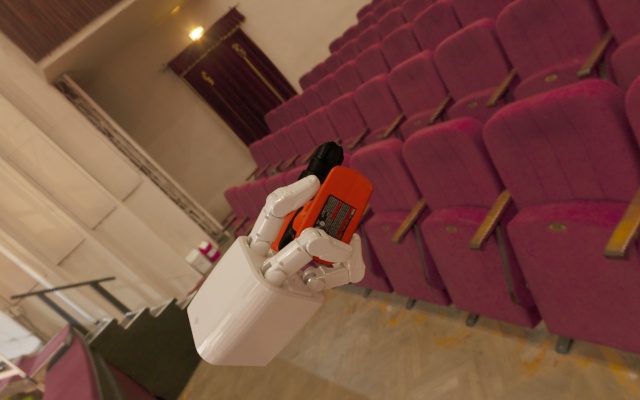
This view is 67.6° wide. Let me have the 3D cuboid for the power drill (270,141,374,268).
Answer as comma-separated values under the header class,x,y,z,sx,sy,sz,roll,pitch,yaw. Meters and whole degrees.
class,x,y,z,sx,sy,sz,roll,pitch,yaw
power drill,0.000,0.002,0.592,0.057,0.184,0.187,26,-6,-13
